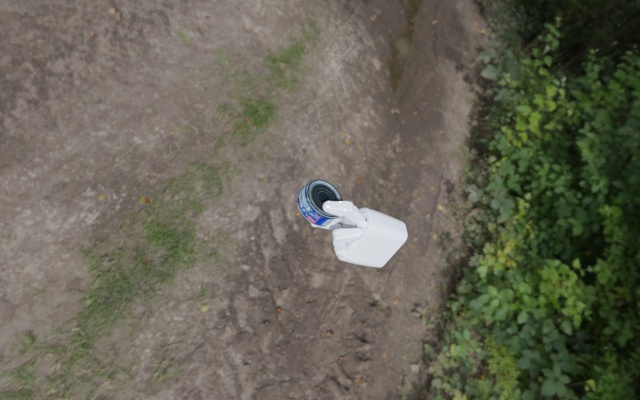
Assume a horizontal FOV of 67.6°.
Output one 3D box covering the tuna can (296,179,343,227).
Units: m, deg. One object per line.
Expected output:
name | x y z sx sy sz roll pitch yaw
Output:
tuna can | 0.000 0.003 0.889 0.086 0.086 0.034 0 -28 -39
